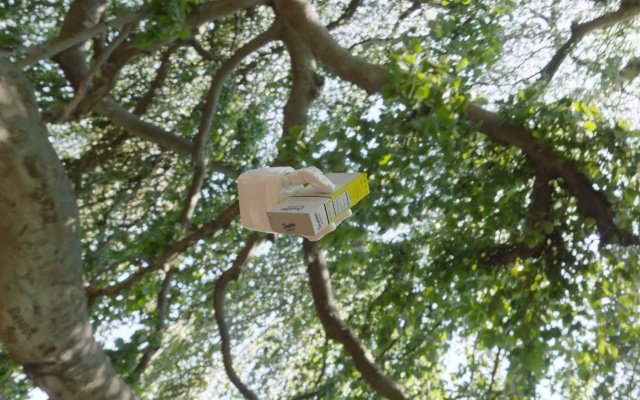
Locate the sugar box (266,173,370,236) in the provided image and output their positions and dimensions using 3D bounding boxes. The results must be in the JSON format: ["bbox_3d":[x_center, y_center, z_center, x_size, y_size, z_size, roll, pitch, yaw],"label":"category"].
[{"bbox_3d":[0.000,0.003,0.817,0.093,0.048,0.176,1,27,38],"label":"sugar box"}]
